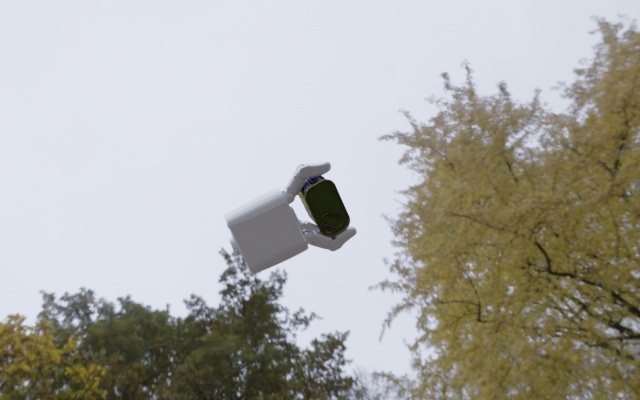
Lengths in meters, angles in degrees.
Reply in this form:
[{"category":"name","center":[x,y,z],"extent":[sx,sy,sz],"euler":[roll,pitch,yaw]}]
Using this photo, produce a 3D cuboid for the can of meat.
[{"category":"can of meat","center":[0.000,0.003,0.838],"extent":[0.057,0.102,0.084],"euler":[-29,24,-8]}]
